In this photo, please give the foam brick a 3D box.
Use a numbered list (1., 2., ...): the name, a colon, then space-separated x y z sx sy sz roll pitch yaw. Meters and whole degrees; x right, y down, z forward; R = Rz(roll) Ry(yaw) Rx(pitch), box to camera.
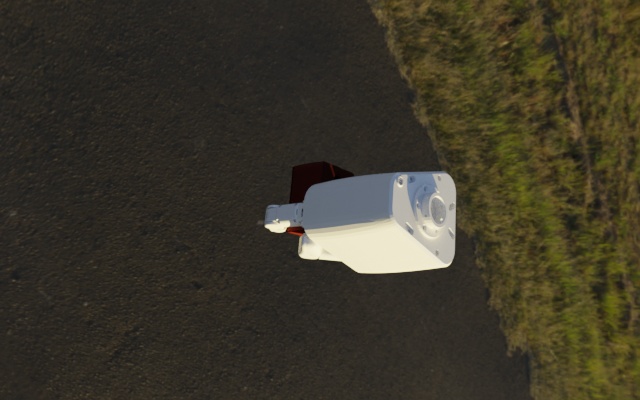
1. foam brick: 0.000 0.001 0.533 0.053 0.078 0.051 18 -19 -42
